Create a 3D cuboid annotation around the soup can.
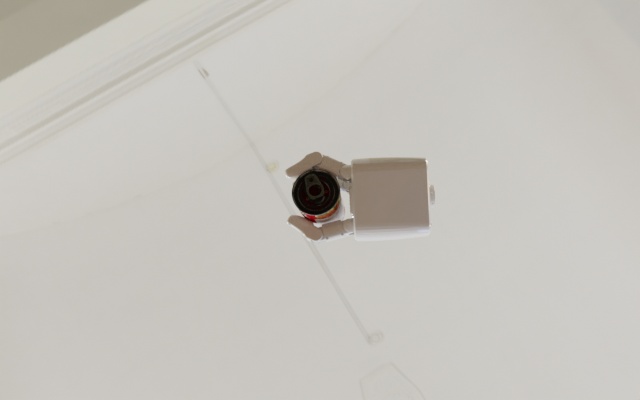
[{"bbox_3d":[0.000,0.003,0.705,0.068,0.068,0.102,0,-17,8],"label":"soup can"}]
